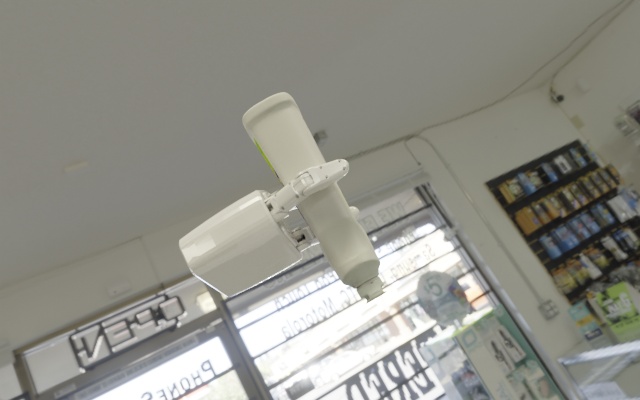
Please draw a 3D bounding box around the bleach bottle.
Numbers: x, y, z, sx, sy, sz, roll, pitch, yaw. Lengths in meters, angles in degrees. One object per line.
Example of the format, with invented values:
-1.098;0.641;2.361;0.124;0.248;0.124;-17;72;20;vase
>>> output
0.000;0.002;0.555;0.068;0.250;0.102;-30;-16;0;bleach bottle
